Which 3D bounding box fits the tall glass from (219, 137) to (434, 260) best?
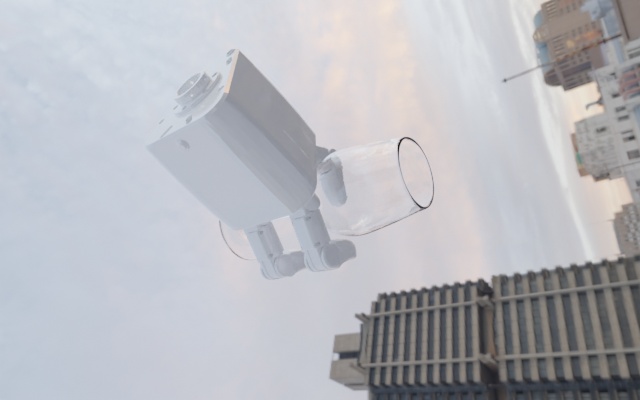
[{"bbox_3d":[0.000,0.002,0.444,0.201,0.079,0.079,-17,-10,34],"label":"tall glass"}]
